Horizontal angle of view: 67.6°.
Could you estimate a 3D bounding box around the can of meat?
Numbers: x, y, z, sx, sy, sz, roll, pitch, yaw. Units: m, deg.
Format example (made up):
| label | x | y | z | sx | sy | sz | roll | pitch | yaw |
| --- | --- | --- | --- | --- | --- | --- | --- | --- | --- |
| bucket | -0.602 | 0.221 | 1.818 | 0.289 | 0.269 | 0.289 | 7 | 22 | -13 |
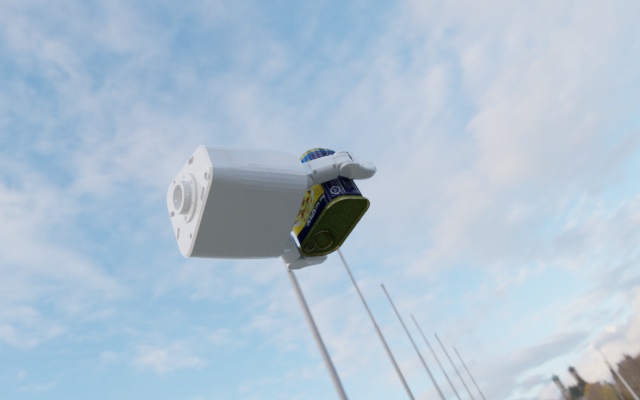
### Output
| label | x | y | z | sx | sy | sz | roll | pitch | yaw |
| --- | --- | --- | --- | --- | --- | --- | --- | --- | --- |
| can of meat | 0.000 | 0.002 | 0.559 | 0.057 | 0.084 | 0.102 | 0 | -43 | -35 |
